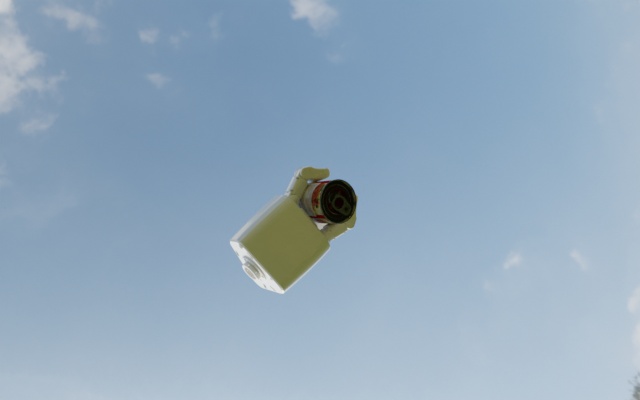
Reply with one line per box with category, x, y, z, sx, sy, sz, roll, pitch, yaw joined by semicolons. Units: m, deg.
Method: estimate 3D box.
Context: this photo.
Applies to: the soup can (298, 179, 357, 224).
soup can;0.000;0.002;0.761;0.068;0.068;0.102;0;-1;-33
